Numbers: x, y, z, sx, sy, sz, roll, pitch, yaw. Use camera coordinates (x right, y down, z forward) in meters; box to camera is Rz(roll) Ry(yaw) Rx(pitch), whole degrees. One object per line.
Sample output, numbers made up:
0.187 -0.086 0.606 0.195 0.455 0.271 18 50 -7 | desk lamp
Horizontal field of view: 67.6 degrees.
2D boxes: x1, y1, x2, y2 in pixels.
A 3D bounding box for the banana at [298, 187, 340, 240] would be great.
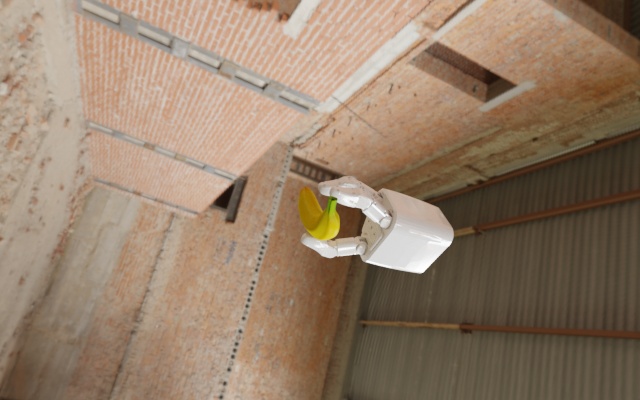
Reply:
-0.003 0.021 0.723 0.037 0.069 0.198 11 3 -16 | banana
